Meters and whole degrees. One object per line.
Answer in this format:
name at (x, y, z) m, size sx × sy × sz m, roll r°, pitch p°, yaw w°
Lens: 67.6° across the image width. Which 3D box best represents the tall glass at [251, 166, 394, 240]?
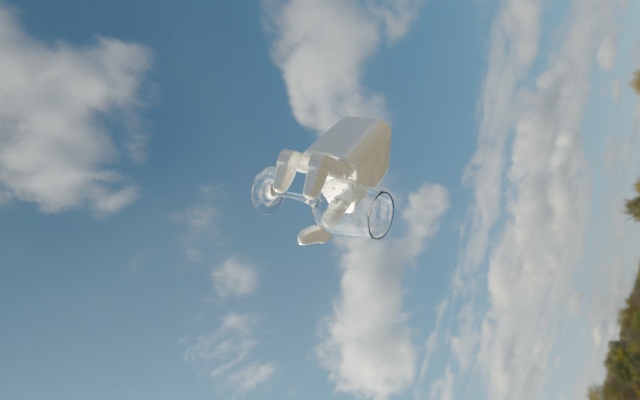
tall glass at (0.000, 0.002, 0.661) m, size 0.201 × 0.079 × 0.079 m, roll 13°, pitch 8°, yaw 37°
